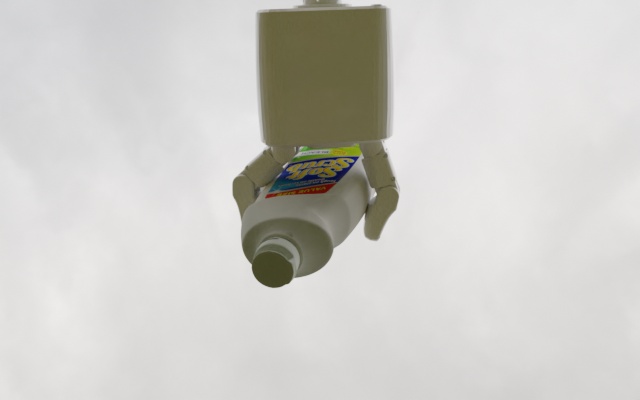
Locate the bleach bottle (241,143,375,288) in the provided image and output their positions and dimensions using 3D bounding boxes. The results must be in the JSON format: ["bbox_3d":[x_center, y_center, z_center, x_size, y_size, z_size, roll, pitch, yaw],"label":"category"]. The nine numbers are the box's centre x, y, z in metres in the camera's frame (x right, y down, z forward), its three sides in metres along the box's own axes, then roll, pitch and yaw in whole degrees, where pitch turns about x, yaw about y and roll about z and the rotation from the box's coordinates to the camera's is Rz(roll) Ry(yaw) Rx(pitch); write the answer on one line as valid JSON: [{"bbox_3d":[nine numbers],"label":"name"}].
[{"bbox_3d":[0.000,0.001,0.426,0.102,0.068,0.250,2,21,11],"label":"bleach bottle"}]
